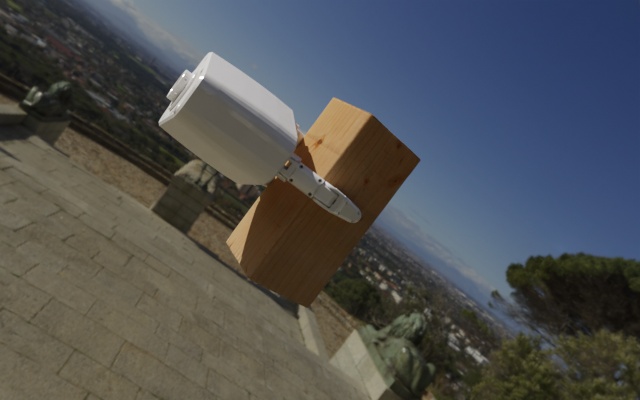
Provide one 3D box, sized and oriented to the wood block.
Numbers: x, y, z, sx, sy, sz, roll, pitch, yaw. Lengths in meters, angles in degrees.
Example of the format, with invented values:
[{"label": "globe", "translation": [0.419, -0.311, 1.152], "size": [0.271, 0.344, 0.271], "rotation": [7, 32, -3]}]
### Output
[{"label": "wood block", "translation": [0.000, 0.002, 0.533], "size": [0.090, 0.206, 0.090], "rotation": [35, 4, -35]}]
